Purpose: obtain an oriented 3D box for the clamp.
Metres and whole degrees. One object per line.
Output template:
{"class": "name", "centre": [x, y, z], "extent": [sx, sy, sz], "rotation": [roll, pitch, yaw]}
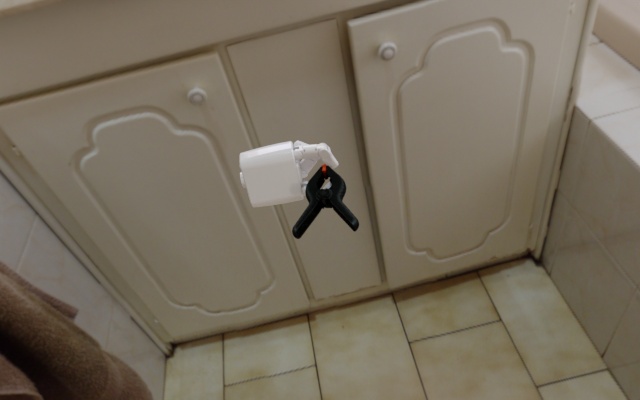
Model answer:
{"class": "clamp", "centre": [0.000, 0.002, 0.895], "extent": [0.120, 0.039, 0.171], "rotation": [-10, 44, 0]}
